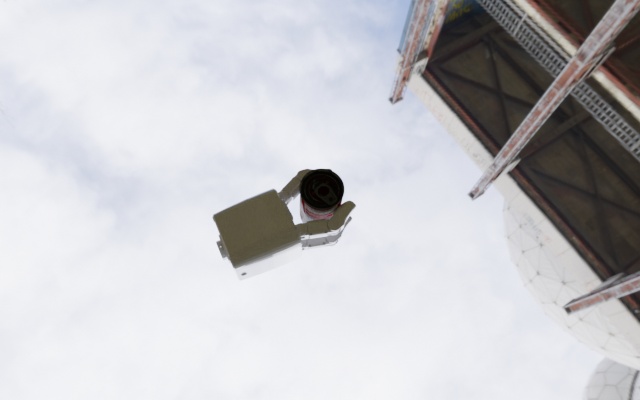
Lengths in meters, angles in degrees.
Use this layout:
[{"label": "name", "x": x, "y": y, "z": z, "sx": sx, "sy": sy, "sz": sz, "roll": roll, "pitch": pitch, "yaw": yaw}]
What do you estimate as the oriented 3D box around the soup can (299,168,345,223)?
[{"label": "soup can", "x": 0.001, "y": 0.002, "z": 0.758, "sx": 0.068, "sy": 0.068, "sz": 0.102, "roll": 0, "pitch": -24, "yaw": -3}]
